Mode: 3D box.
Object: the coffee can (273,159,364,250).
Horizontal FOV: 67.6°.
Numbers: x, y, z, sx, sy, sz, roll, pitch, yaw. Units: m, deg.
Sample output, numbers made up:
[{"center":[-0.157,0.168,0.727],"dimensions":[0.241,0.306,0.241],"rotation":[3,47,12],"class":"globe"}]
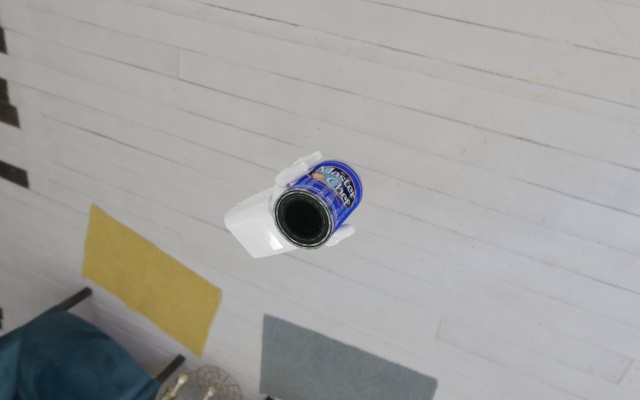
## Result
[{"center":[0.000,0.002,0.779],"dimensions":[0.103,0.103,0.140],"rotation":[0,23,26],"class":"coffee can"}]
